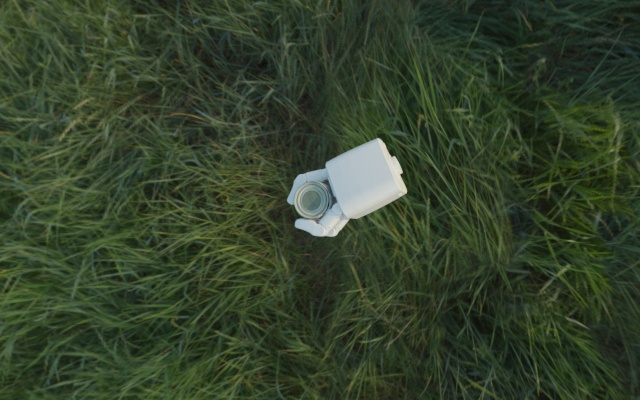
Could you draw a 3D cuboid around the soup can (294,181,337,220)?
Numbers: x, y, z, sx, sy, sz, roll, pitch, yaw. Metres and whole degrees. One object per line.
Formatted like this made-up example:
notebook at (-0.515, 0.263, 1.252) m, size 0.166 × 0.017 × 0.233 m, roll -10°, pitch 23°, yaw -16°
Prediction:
soup can at (0.000, 0.003, 0.871) m, size 0.068 × 0.068 × 0.102 m, roll 0°, pitch -3°, yaw 19°
